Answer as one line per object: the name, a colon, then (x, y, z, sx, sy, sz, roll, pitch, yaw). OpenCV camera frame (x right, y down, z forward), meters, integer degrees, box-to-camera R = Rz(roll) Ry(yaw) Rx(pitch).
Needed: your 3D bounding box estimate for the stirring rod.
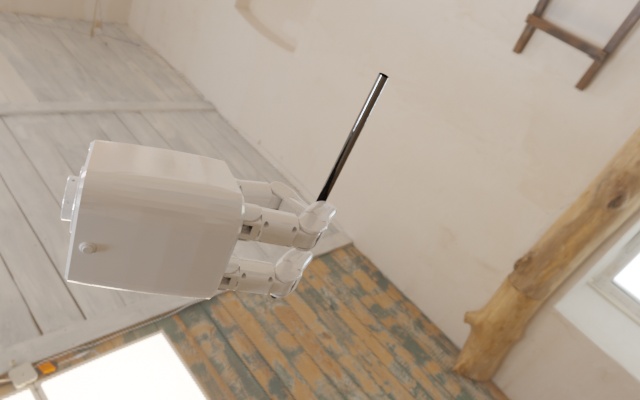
stirring rod: (0.000, 0.001, 0.409, 0.011, 0.240, 0.011, 19, 32, -12)
